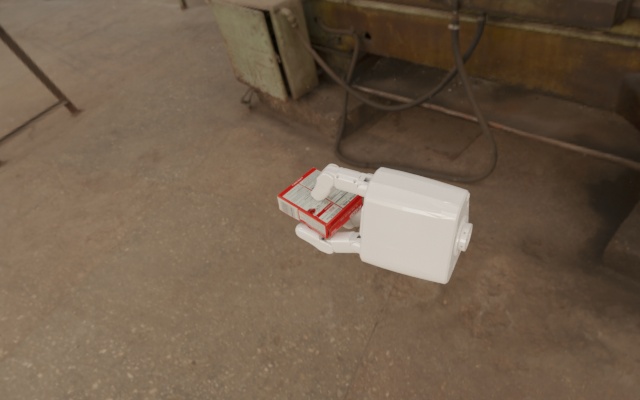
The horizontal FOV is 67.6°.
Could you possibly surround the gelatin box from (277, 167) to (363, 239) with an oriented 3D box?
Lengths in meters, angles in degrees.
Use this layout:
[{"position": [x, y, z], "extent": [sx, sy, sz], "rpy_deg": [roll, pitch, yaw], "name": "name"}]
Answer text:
[{"position": [0.000, 0.002, 0.627], "extent": [0.089, 0.030, 0.073], "rpy_deg": [30, 54, 29], "name": "gelatin box"}]
